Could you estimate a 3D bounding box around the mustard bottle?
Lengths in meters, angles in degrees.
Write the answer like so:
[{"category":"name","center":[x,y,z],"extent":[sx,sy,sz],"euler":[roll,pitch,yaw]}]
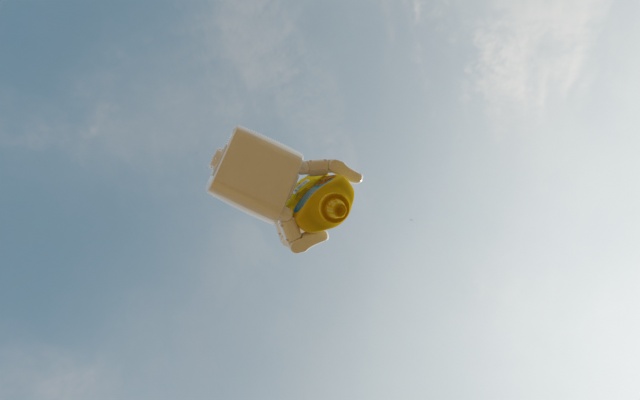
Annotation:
[{"category":"mustard bottle","center":[0.000,0.002,0.698],"extent":[0.096,0.058,0.191],"euler":[-41,14,-7]}]
